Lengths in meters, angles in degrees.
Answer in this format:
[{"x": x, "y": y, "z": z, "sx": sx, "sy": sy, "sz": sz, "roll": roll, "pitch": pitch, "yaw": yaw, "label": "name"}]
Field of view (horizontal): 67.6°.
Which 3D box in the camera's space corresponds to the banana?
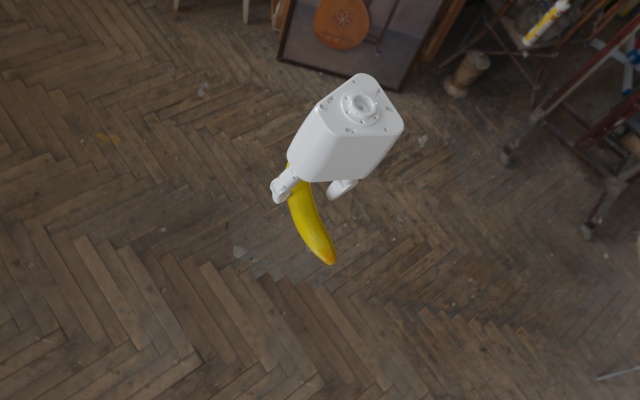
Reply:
[{"x": -0.017, "y": -0.002, "z": 0.697, "sx": 0.069, "sy": 0.197, "sz": 0.037, "roll": 5, "pitch": -28, "yaw": -25, "label": "banana"}]
